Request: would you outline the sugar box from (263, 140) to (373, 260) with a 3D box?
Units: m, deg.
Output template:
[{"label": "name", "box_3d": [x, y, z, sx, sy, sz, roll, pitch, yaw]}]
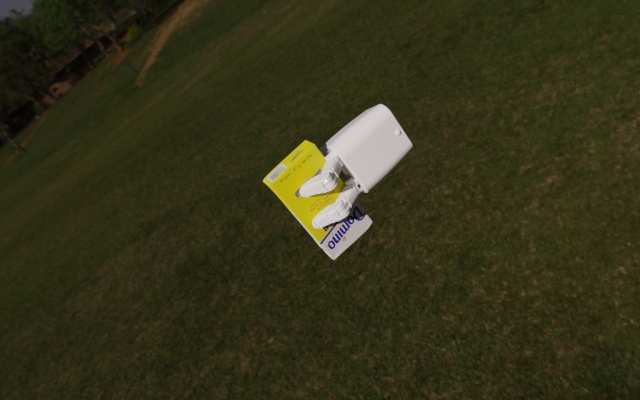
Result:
[{"label": "sugar box", "box_3d": [0.000, 0.002, 0.751, 0.093, 0.176, 0.048, -43, 26, -6]}]
